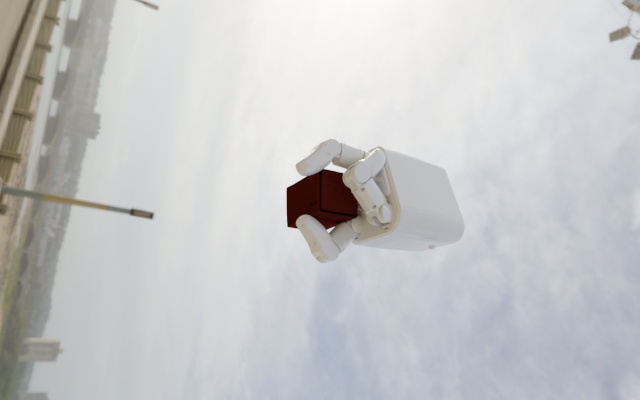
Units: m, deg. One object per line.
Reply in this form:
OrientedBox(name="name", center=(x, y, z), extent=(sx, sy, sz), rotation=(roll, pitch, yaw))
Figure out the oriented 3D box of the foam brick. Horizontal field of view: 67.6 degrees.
OrientedBox(name="foam brick", center=(0.000, 0.002, 0.558), extent=(0.051, 0.053, 0.078), rotation=(10, -20, -31))
